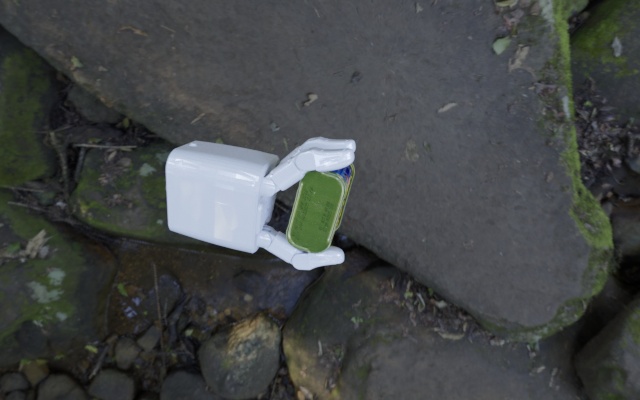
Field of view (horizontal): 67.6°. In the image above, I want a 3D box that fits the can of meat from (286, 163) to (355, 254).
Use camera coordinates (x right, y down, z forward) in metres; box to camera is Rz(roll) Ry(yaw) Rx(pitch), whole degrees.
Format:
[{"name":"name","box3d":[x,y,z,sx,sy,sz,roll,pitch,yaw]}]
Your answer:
[{"name":"can of meat","box3d":[0.000,0.002,0.553,0.057,0.102,0.084,17,18,4]}]
